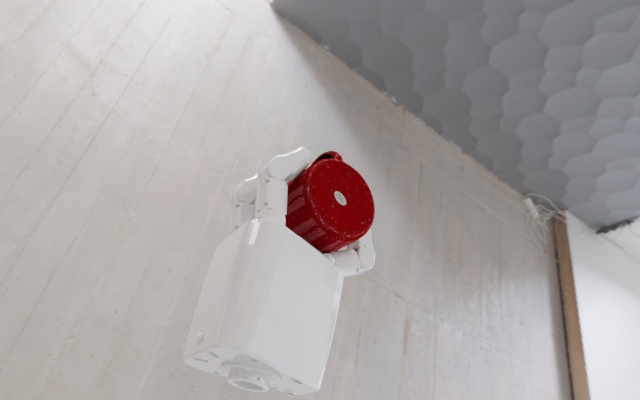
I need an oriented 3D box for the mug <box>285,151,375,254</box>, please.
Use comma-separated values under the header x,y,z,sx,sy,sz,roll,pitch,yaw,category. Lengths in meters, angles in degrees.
x,y,z,sx,sy,sz,roll,pitch,yaw,category
0.001,0.000,0.471,0.093,0.117,0.081,28,-36,-24,mug
